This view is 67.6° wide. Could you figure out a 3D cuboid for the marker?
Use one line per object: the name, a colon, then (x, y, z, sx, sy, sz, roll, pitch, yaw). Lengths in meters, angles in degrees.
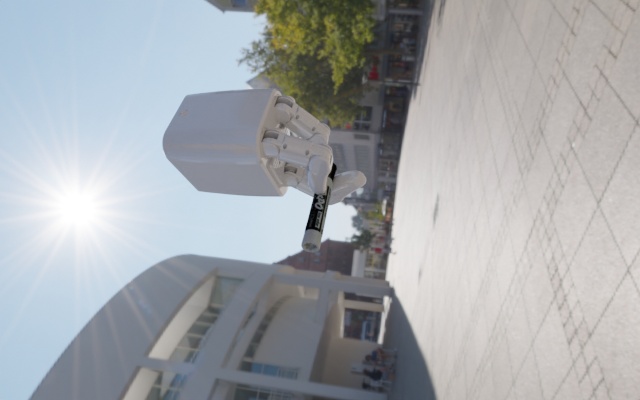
marker: (0.000, 0.002, 0.508, 0.020, 0.121, 0.020, 7, -41, 6)
